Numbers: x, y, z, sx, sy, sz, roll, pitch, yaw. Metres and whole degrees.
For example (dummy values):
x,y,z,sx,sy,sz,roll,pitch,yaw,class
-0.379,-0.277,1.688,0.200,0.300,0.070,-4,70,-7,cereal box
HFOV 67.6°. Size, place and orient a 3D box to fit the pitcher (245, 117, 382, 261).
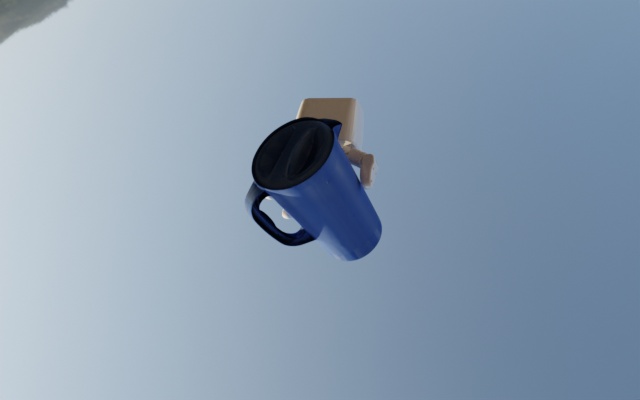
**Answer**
x,y,z,sx,sy,sz,roll,pitch,yaw,class
0.000,0.002,0.751,0.149,0.145,0.243,-11,-39,24,pitcher
